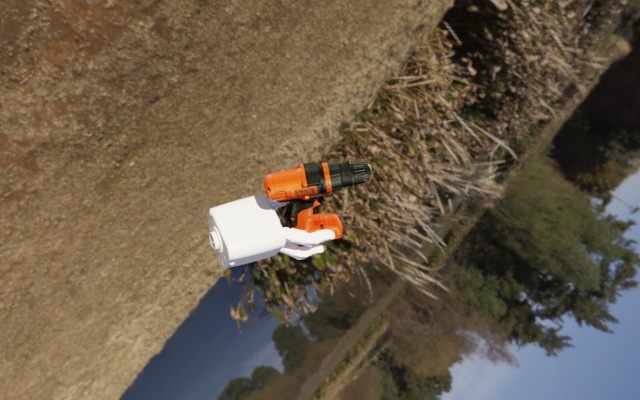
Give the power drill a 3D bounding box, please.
[{"bbox_3d":[0.000,0.003,0.868,0.184,0.057,0.188,-8,-38,-2],"label":"power drill"}]
